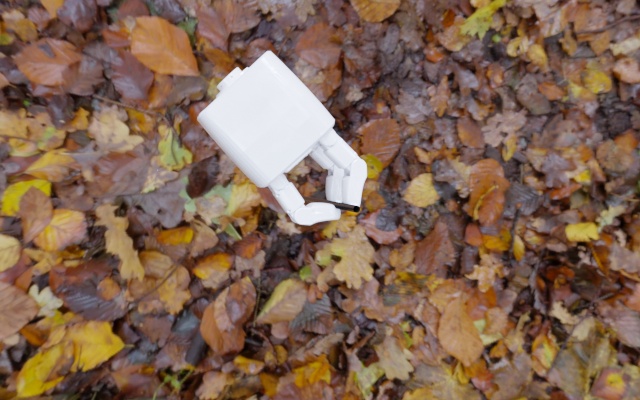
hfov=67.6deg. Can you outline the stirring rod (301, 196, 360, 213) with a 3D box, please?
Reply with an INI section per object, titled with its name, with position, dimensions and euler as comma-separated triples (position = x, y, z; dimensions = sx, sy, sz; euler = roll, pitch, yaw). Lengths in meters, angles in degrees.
[stirring rod]
position = 0.000, 0.002, 0.625
dimensions = 0.011, 0.011, 0.239
euler = 0, 3, -19
